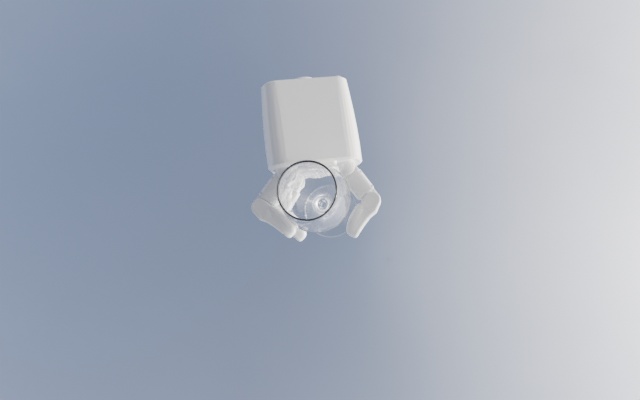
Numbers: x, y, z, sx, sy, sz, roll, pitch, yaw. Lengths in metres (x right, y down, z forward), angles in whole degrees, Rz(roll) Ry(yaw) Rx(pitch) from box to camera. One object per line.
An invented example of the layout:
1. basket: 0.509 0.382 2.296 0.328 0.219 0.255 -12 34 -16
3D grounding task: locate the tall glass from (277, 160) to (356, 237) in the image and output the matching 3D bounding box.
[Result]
1. tall glass: 0.000 0.002 0.572 0.079 0.079 0.201 0 -7 8
